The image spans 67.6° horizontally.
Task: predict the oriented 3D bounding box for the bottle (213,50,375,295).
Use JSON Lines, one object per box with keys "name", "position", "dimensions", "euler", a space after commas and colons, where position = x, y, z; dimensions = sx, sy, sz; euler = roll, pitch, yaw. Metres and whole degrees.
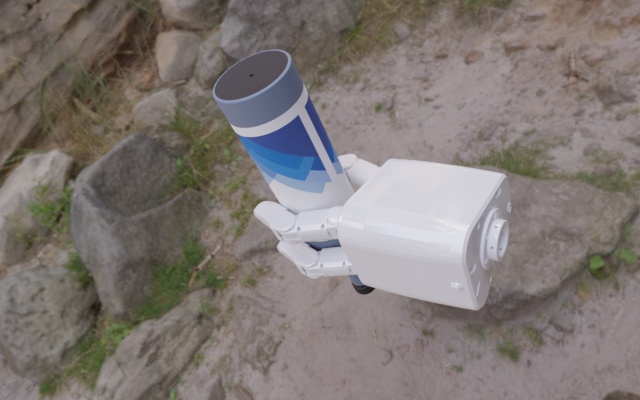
{"name": "bottle", "position": [0.000, 0.001, 0.459], "dimensions": [0.069, 0.069, 0.296], "euler": [0, -41, 28]}
